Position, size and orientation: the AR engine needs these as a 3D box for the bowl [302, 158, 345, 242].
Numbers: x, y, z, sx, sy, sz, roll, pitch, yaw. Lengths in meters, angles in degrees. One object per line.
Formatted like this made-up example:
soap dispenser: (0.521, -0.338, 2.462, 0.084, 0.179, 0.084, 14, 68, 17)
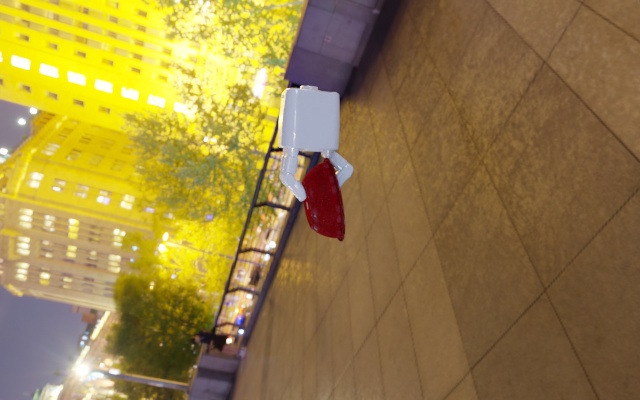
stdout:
bowl: (0.000, 0.004, 0.900, 0.055, 0.162, 0.162, -11, 2, -9)
